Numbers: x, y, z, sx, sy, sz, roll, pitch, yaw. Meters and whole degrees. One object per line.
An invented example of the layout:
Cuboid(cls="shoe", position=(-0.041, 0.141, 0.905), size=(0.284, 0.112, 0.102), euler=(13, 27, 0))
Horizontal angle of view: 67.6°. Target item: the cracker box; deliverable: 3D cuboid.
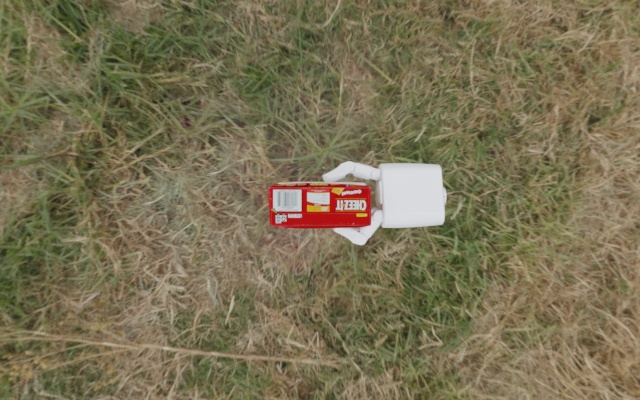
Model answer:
Cuboid(cls="cracker box", position=(0.000, 0.003, 0.851), size=(0.164, 0.072, 0.213), euler=(0, 4, 0))
